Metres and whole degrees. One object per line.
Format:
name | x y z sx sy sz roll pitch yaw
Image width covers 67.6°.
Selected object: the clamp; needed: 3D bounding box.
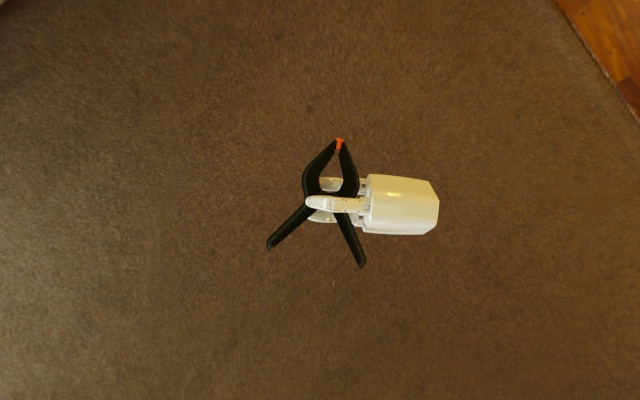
clamp | 0.000 0.002 0.774 0.164 0.210 0.036 5 4 -3
